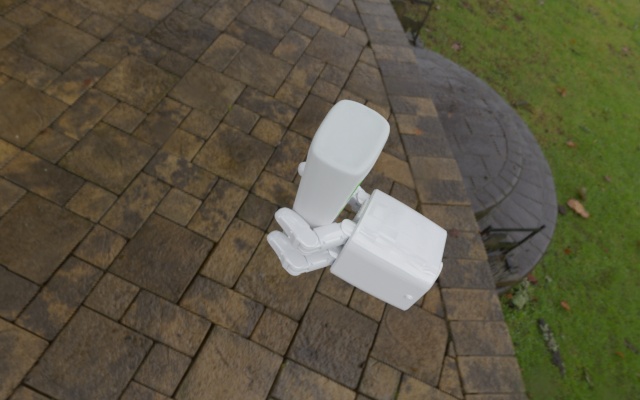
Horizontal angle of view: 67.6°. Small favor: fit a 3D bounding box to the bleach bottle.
[{"bbox_3d":[0.000,0.002,0.581,0.068,0.102,0.251,29,-37,3],"label":"bleach bottle"}]
